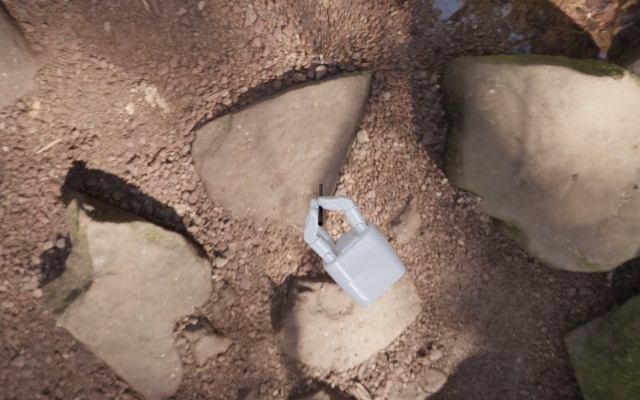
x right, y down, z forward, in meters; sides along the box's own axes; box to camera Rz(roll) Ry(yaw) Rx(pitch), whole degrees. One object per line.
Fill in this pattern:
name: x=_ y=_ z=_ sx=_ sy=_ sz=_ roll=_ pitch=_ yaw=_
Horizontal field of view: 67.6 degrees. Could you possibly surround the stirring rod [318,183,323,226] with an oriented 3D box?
stirring rod: x=0.000 y=0.003 z=0.846 sx=0.011 sy=0.011 sz=0.239 roll=0 pitch=16 yaw=0
